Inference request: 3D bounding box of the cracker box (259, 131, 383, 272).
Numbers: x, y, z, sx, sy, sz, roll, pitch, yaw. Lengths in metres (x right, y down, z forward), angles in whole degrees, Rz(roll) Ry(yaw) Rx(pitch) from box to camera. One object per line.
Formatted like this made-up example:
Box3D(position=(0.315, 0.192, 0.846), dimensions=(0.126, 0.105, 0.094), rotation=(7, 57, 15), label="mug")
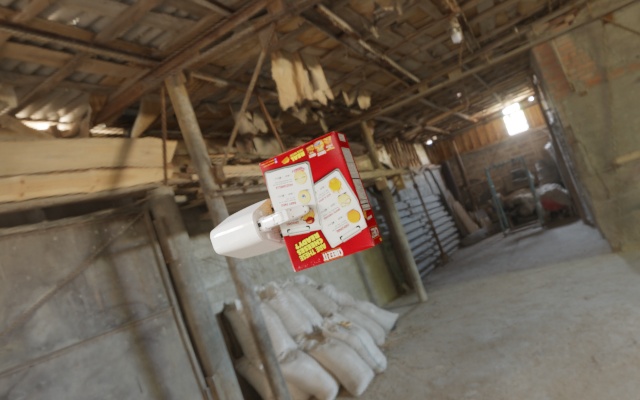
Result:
Box3D(position=(0.000, 0.003, 0.878), dimensions=(0.164, 0.213, 0.072), rotation=(-21, -4, 22), label="cracker box")
